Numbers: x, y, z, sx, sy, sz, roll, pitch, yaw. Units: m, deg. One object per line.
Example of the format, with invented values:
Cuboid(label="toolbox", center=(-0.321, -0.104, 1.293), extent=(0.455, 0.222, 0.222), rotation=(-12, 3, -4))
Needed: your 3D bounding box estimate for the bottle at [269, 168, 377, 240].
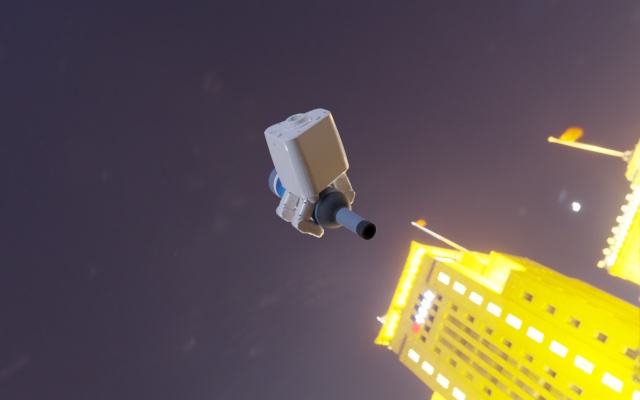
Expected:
Cuboid(label="bottle", center=(0.000, 0.003, 0.827), extent=(0.069, 0.069, 0.295), rotation=(0, 17, -31))
